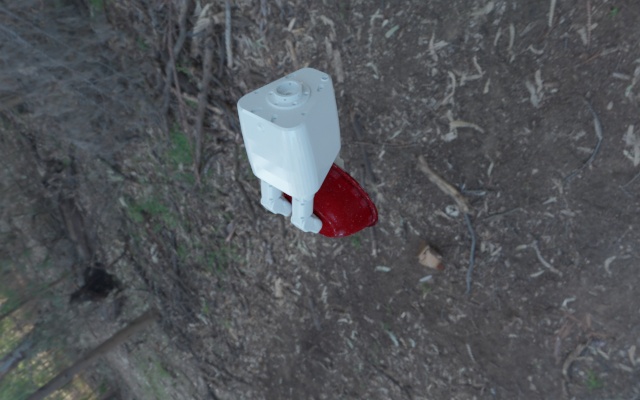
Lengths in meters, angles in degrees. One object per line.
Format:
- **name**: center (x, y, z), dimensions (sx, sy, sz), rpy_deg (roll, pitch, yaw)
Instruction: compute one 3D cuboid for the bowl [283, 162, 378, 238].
- **bowl**: center (0.000, 0.003, 0.674), dimensions (0.162, 0.055, 0.162), rpy_deg (34, -19, 14)
